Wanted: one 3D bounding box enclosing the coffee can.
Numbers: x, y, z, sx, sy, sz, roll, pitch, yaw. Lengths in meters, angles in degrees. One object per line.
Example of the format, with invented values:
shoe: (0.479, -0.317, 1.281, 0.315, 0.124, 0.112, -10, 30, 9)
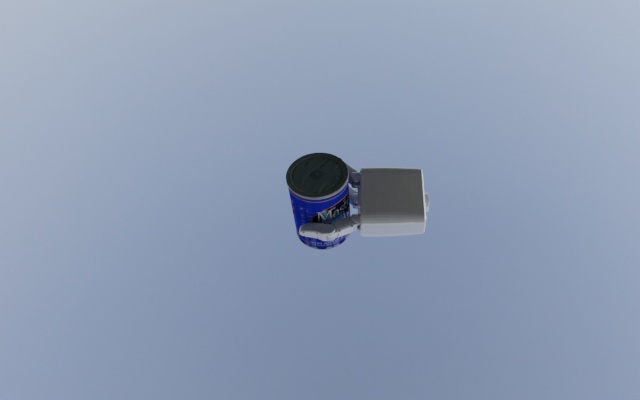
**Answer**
coffee can: (0.000, 0.003, 0.826, 0.103, 0.102, 0.140, 0, -41, 6)
